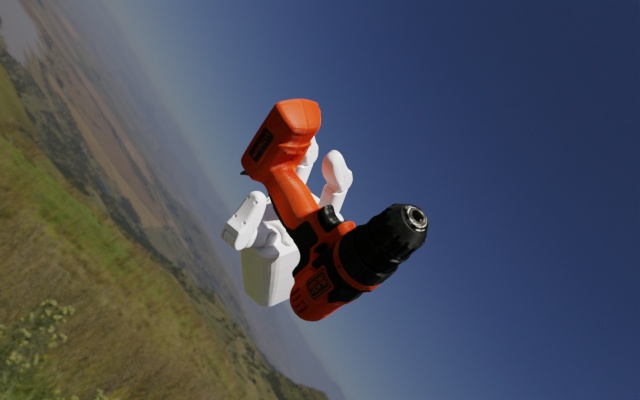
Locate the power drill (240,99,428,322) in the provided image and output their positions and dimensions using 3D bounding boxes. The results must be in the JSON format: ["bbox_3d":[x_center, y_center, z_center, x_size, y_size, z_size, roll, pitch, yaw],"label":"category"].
[{"bbox_3d":[0.000,0.001,0.441,0.057,0.187,0.184,-7,-27,-39],"label":"power drill"}]
